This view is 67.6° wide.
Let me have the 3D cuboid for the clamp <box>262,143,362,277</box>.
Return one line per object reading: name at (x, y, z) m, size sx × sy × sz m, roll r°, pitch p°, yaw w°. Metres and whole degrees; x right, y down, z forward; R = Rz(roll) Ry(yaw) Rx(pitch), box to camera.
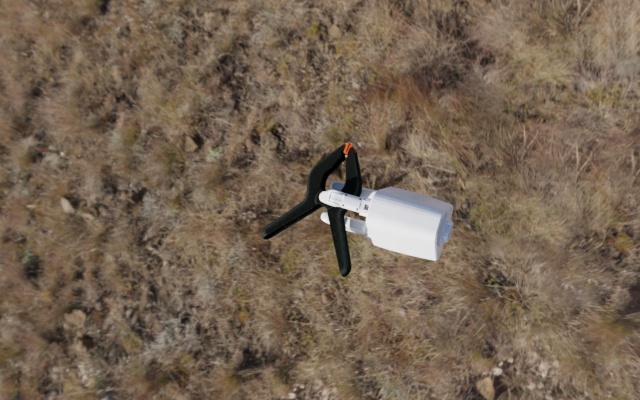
clamp at (0.000, 0.002, 0.788) m, size 0.164 × 0.210 × 0.036 m, roll 16°, pitch -4°, yaw 19°
